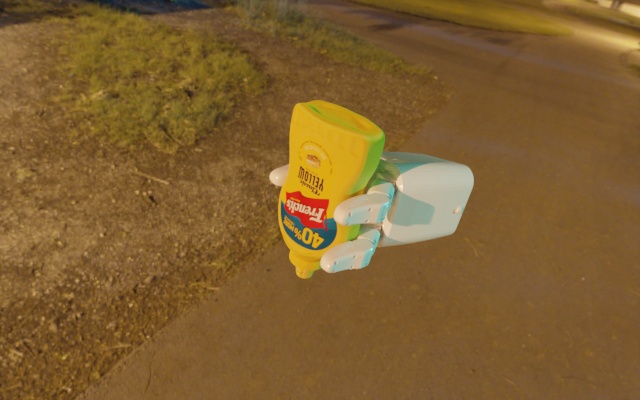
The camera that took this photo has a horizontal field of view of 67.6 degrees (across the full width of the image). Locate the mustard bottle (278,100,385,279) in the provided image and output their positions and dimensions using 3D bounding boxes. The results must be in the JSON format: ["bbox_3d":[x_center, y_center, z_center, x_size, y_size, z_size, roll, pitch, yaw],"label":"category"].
[{"bbox_3d":[0.000,0.001,0.495,0.096,0.192,0.058,31,34,30],"label":"mustard bottle"}]
